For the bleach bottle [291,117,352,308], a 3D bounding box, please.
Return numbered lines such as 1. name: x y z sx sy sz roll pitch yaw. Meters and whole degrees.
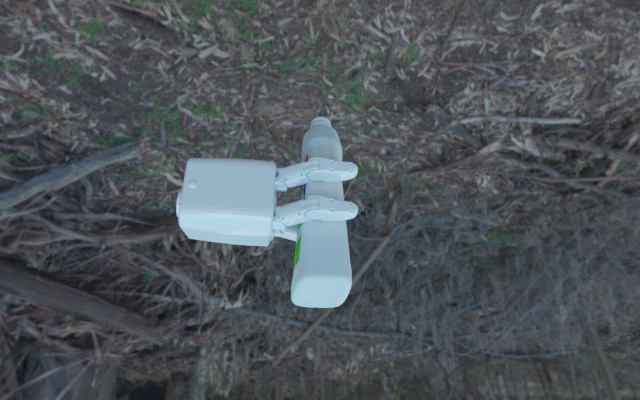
1. bleach bottle: 0.000 0.002 0.618 0.068 0.250 0.103 4 -32 -7
